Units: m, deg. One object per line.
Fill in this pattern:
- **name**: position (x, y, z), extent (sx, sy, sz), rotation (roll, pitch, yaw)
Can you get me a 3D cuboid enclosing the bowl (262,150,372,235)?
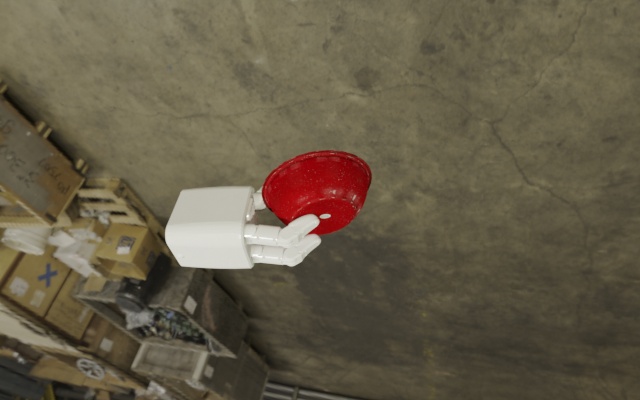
- **bowl**: position (0.001, 0.002, 0.673), extent (0.162, 0.055, 0.162), rotation (-9, -35, -6)
